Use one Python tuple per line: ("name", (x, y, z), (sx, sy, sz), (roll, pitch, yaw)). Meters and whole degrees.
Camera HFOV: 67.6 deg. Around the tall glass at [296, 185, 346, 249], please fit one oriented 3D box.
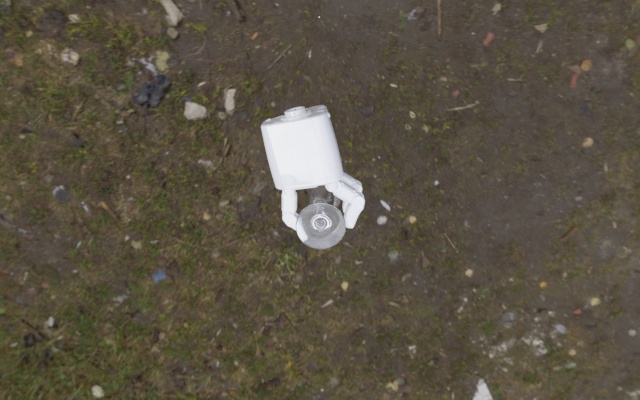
("tall glass", (0.000, 0.003, 0.795), (0.079, 0.079, 0.201), (0, 21, 0))
